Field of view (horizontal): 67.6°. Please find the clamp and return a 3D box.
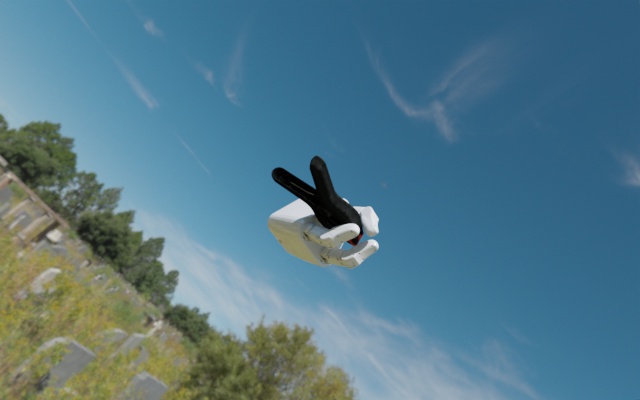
[{"bbox_3d":[0.001,0.002,0.727,0.039,0.171,0.120,-48,30,-24],"label":"clamp"}]
